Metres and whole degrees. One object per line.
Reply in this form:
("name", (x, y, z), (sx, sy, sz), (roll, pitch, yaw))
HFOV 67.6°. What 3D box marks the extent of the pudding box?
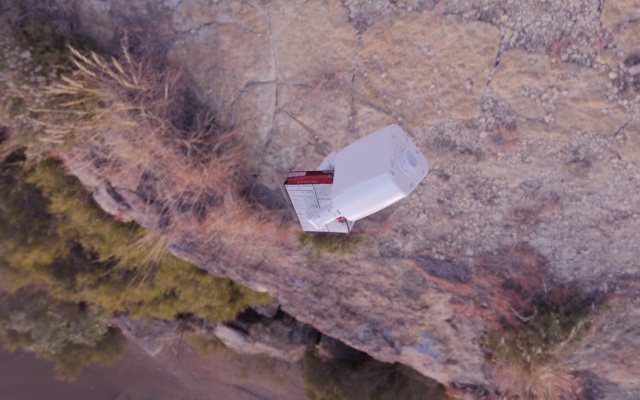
("pudding box", (0.000, 0.003, 0.783), (0.090, 0.114, 0.039), (1, 41, 24))
